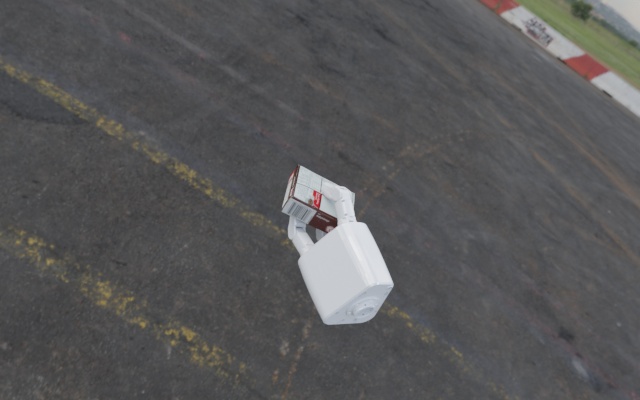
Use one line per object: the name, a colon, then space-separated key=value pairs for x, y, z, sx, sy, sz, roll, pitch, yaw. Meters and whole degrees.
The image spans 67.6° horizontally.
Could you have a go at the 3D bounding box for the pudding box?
pudding box: x=0.000 y=0.002 z=0.760 sx=0.113 sy=0.039 sz=0.090 roll=28 pitch=35 yaw=-15
